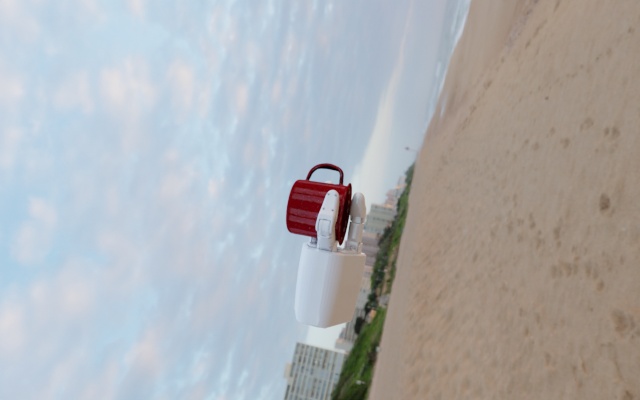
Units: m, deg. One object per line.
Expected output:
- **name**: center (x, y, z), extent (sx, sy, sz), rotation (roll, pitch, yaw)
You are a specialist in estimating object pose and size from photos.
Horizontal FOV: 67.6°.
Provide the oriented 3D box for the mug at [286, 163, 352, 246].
- **mug**: center (0.000, 0.001, 0.700), extent (0.081, 0.117, 0.093), rotation (9, -3, 10)
